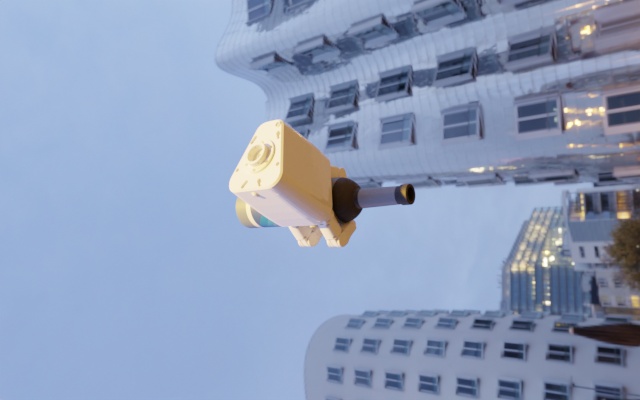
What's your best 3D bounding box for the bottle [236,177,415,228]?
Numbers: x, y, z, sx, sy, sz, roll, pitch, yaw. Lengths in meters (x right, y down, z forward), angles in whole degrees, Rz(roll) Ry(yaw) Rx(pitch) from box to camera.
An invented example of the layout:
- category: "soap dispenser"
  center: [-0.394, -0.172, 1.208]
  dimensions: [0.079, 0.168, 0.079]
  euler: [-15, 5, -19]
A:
- category: "bottle"
  center: [0.000, 0.002, 0.705]
  dimensions: [0.296, 0.069, 0.069]
  euler: [-5, -3, 37]
